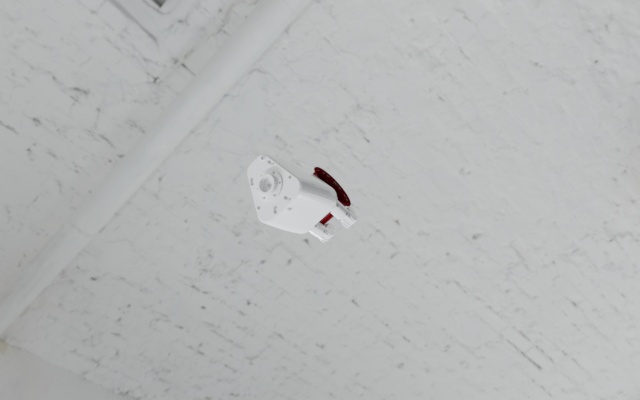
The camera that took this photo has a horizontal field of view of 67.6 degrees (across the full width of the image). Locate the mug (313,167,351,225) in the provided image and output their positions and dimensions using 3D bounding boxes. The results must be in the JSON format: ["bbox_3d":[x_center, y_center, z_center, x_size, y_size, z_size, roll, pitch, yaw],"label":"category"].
[{"bbox_3d":[0.001,0.003,0.870,0.081,0.093,0.117,-42,-29,16],"label":"mug"}]
